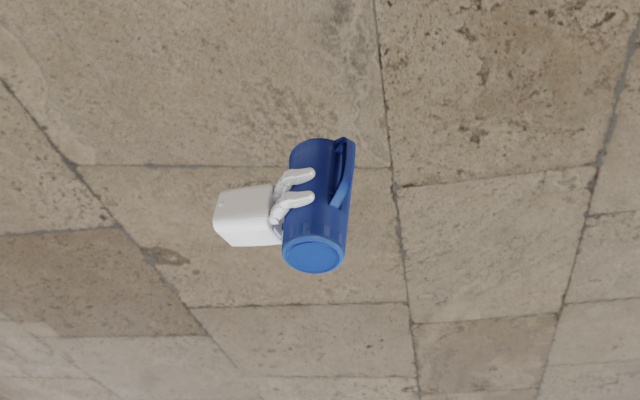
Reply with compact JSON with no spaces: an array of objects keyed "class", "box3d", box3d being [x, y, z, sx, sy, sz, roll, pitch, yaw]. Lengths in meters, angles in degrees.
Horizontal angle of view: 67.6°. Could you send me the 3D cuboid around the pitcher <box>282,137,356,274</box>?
[{"class":"pitcher","box3d":[0.000,0.003,0.877,0.145,0.242,0.149,-5,-43,11]}]
